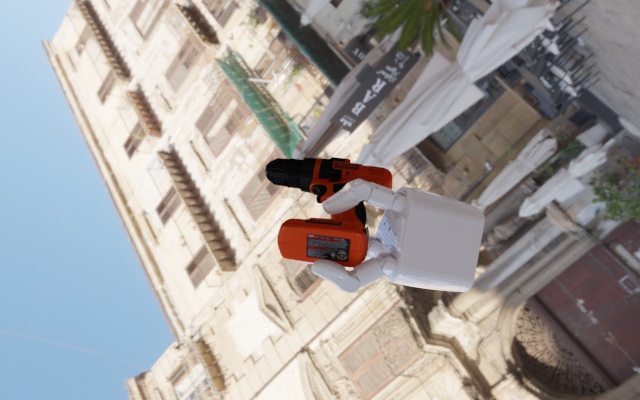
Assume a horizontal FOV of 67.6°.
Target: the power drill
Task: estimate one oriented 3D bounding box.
[{"bbox_3d":[0.000,0.002,0.629,0.184,0.057,0.187,5,35,7],"label":"power drill"}]
